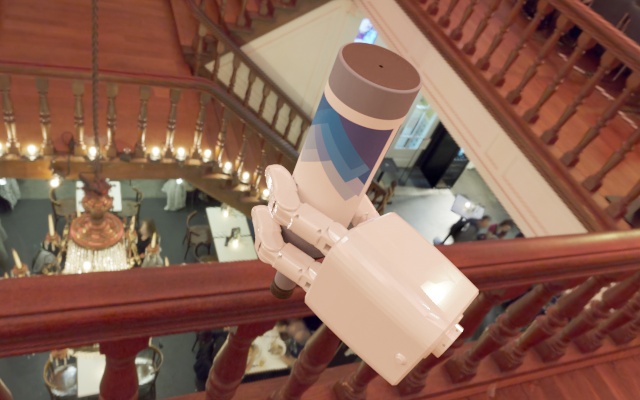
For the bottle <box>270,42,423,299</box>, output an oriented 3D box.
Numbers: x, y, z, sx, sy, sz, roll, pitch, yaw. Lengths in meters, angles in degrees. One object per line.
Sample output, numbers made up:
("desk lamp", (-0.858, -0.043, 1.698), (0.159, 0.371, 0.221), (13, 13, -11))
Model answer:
("bottle", (0.000, 0.001, 0.448), (0.069, 0.069, 0.296), (0, -43, -24))
